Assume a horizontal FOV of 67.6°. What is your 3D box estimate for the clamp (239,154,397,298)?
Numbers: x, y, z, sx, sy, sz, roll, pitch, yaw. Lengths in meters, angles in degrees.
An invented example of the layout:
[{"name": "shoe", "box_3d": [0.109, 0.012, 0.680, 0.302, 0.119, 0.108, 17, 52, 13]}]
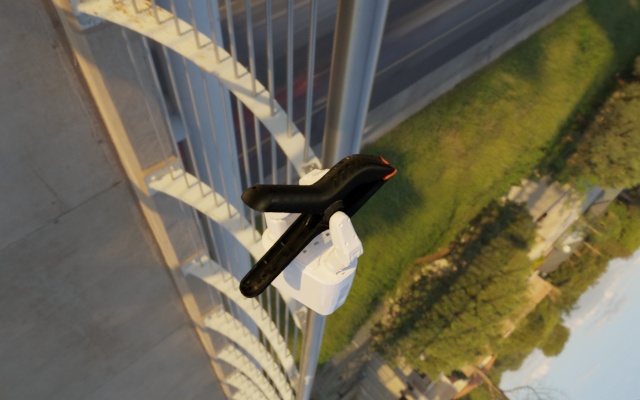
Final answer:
[{"name": "clamp", "box_3d": [0.001, 0.002, 0.484, 0.210, 0.036, 0.165, -35, -25, -24]}]
